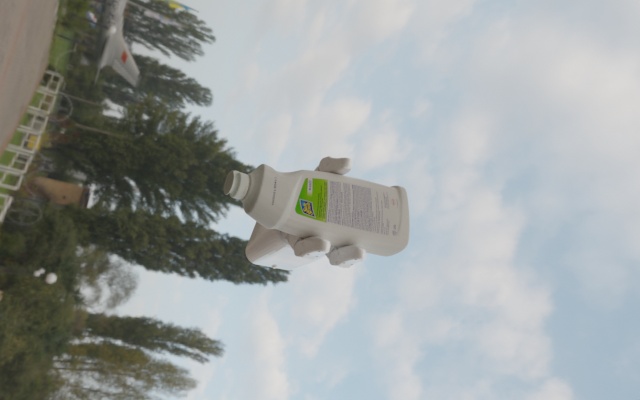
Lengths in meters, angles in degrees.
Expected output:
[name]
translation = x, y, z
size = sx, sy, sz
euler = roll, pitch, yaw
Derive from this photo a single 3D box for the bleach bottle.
[bleach bottle]
translation = 0.000, 0.002, 0.611
size = 0.251, 0.102, 0.068
euler = 16, -30, -29
